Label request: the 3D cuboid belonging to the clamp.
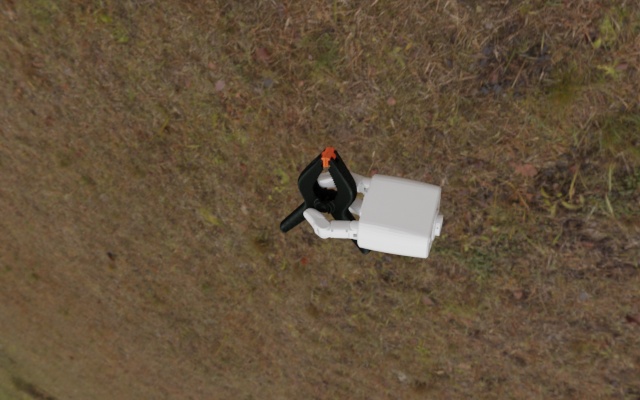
[{"bbox_3d":[0.000,0.003,0.768,0.164,0.210,0.036,8,46,16],"label":"clamp"}]
